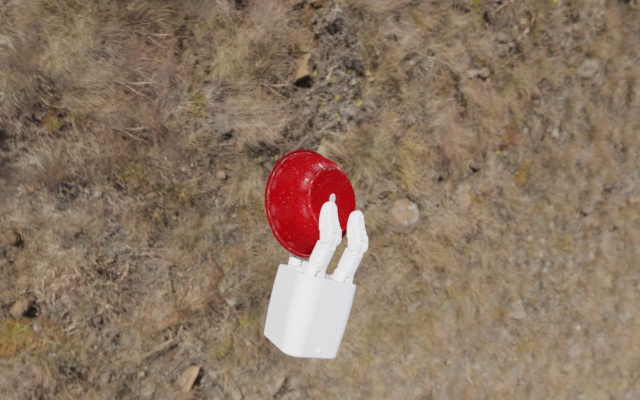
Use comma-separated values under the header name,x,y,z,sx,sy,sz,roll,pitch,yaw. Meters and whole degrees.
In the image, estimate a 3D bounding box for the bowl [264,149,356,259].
name,x,y,z,sx,sy,sz,roll,pitch,yaw
bowl,0.000,0.001,0.683,0.162,0.162,0.055,0,-6,-43
